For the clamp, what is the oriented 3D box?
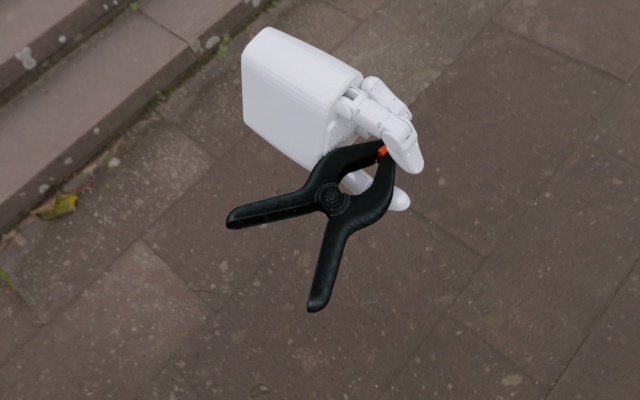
[{"bbox_3d":[0.000,0.001,0.436,0.120,0.171,0.039,36,-17,9],"label":"clamp"}]
